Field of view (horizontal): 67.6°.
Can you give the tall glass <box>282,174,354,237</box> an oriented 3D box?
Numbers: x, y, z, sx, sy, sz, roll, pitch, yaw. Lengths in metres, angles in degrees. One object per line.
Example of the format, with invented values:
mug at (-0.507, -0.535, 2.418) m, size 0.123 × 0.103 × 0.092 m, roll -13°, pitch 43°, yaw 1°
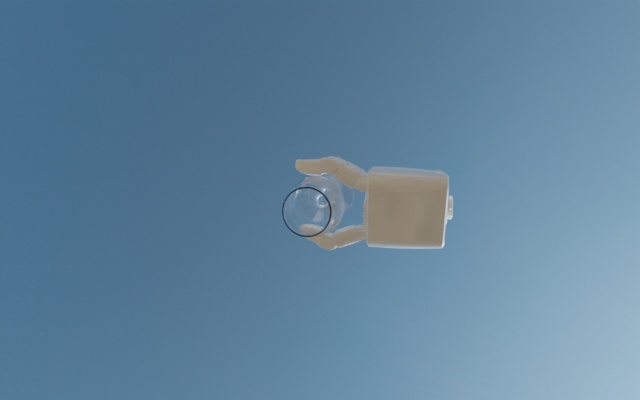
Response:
tall glass at (0.000, 0.002, 0.673) m, size 0.079 × 0.079 × 0.201 m, roll 0°, pitch 7°, yaw 10°
